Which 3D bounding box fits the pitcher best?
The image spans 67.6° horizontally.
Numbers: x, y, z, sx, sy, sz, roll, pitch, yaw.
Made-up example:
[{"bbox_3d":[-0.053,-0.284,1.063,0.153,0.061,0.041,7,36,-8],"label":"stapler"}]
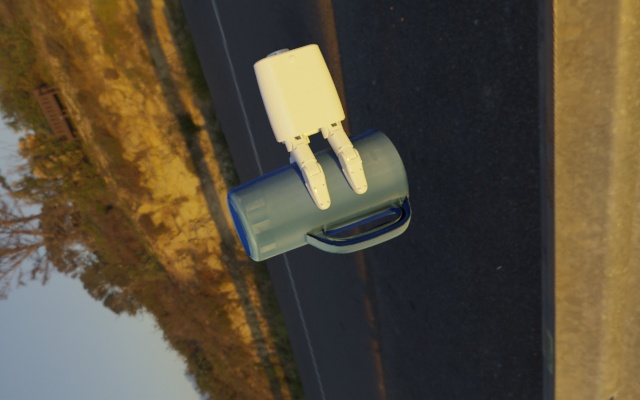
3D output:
[{"bbox_3d":[0.000,0.002,0.685,0.243,0.145,0.149,-22,11,-17],"label":"pitcher"}]
